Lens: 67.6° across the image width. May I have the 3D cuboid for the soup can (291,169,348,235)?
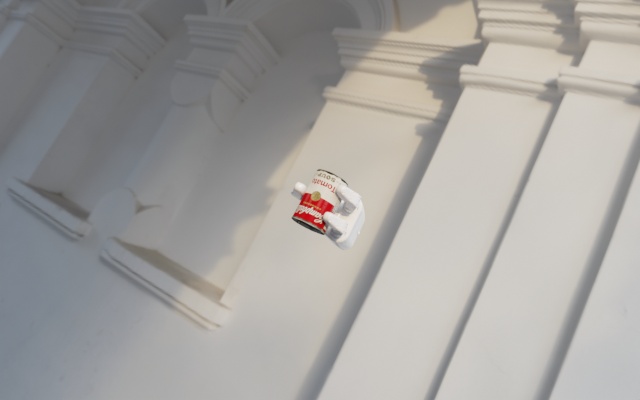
[{"bbox_3d":[0.000,0.002,0.871,0.068,0.102,0.068,26,-11,5],"label":"soup can"}]
